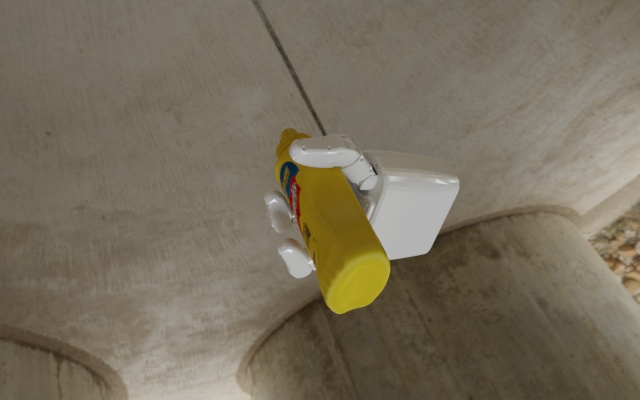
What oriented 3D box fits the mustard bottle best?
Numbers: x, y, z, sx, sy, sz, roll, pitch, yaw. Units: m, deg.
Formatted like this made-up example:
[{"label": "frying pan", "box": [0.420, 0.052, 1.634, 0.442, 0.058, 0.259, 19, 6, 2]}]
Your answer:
[{"label": "mustard bottle", "box": [0.000, 0.002, 0.448, 0.058, 0.191, 0.096, -16, -35, -13]}]
